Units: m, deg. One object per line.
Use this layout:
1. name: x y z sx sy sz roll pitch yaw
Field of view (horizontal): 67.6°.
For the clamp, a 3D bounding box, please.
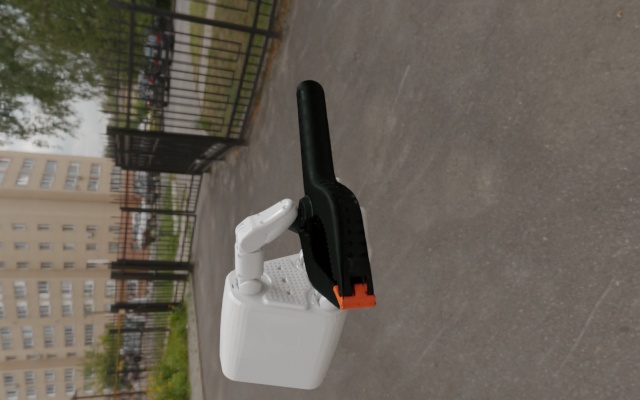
1. clamp: -0.001 0.002 0.409 0.036 0.165 0.209 -1 31 -19
